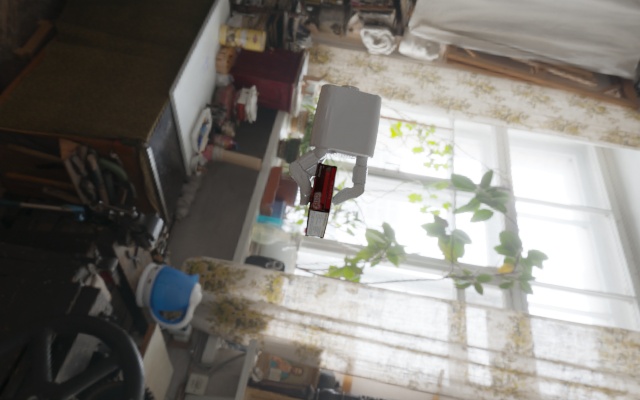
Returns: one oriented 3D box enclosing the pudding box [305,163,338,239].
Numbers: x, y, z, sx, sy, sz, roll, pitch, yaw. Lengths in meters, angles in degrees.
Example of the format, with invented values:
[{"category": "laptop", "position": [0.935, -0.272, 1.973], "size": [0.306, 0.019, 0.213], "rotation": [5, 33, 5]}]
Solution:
[{"category": "pudding box", "position": [0.000, 0.003, 0.815], "size": [0.039, 0.090, 0.113], "rotation": [10, -27, 2]}]
